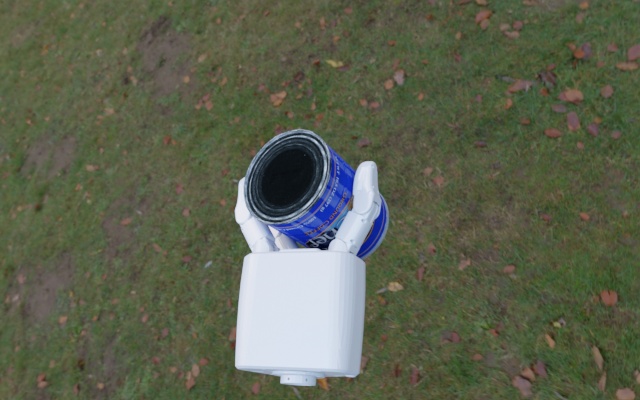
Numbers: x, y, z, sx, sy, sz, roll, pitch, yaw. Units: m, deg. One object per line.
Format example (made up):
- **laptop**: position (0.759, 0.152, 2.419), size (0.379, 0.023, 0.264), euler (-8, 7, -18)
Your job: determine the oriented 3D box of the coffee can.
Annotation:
- **coffee can**: position (0.000, 0.002, 0.519), size (0.103, 0.102, 0.140), euler (0, -22, 33)
